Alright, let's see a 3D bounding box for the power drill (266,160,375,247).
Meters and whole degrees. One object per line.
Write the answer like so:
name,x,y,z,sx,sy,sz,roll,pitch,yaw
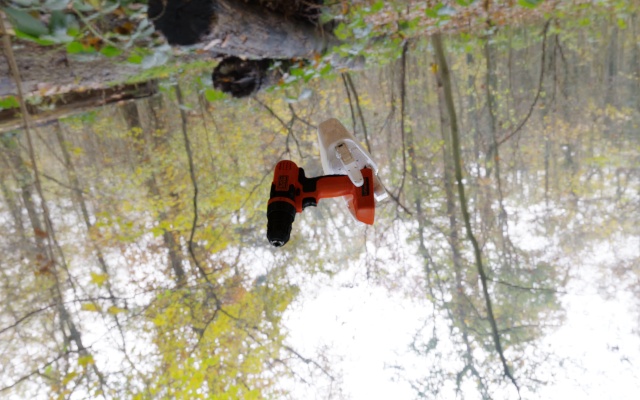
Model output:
power drill,0.001,0.003,0.838,0.187,0.184,0.057,1,-38,2
